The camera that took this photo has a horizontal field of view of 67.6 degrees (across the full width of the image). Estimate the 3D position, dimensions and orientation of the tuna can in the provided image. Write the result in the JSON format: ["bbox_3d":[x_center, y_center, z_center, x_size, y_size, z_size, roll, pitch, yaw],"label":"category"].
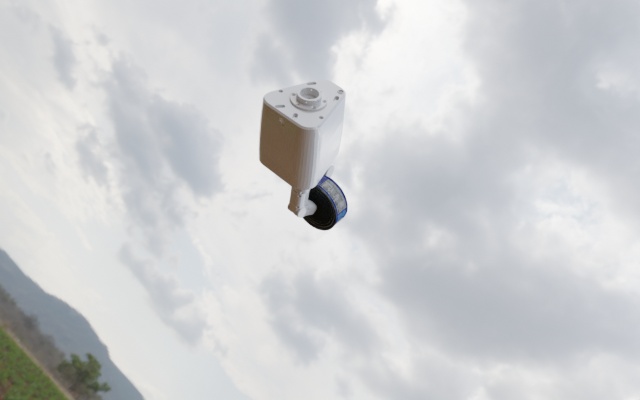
[{"bbox_3d":[0.000,0.002,0.746,0.086,0.086,0.033,0,29,46],"label":"tuna can"}]
